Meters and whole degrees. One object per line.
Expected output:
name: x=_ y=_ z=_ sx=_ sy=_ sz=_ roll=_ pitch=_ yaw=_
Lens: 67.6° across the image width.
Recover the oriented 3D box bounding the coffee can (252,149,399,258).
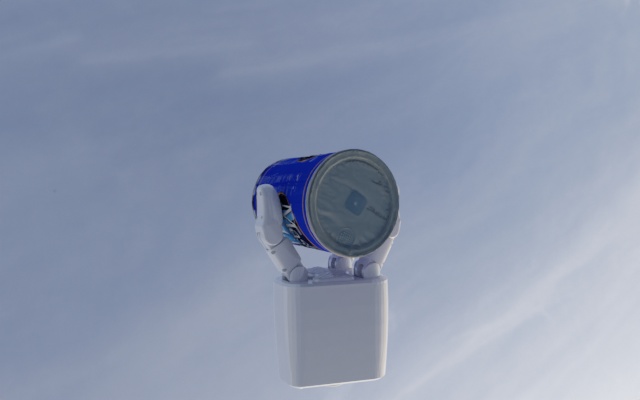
coffee can: x=0.000 y=0.001 z=0.508 sx=0.103 sy=0.103 sz=0.140 roll=0 pitch=1 yaw=-29
